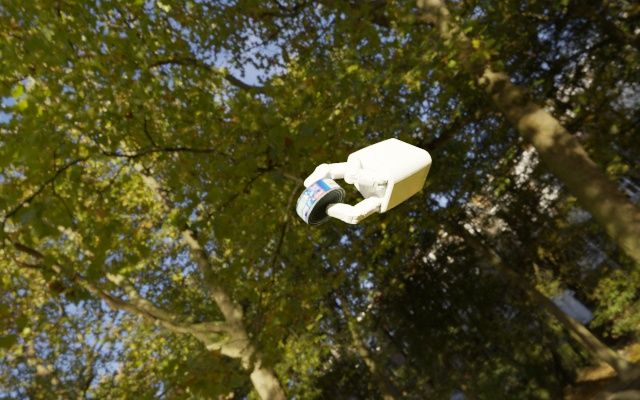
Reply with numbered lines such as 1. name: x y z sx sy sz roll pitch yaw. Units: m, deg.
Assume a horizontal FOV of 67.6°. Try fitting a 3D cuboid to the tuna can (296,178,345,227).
1. tuna can: 0.000 0.002 0.827 0.033 0.086 0.086 44 23 26
